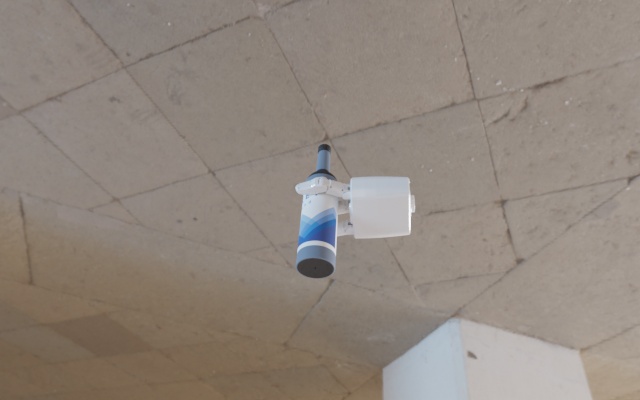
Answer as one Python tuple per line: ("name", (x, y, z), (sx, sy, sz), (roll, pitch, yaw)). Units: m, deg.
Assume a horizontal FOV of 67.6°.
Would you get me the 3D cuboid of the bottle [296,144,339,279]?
("bottle", (0.000, 0.003, 0.896), (0.069, 0.295, 0.069), (3, -41, 2))
